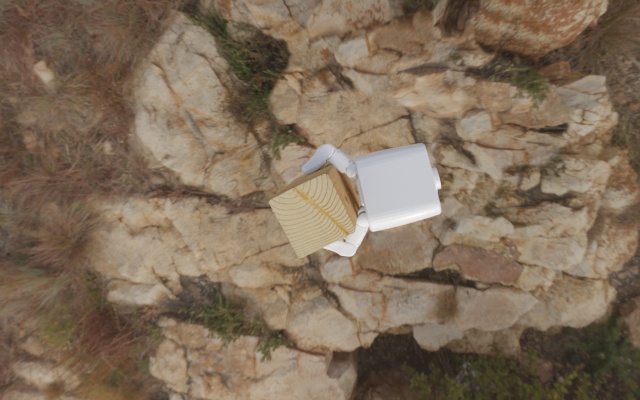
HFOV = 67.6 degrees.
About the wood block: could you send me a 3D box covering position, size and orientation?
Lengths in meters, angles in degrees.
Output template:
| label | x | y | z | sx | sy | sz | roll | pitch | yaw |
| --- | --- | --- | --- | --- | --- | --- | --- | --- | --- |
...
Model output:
| label | x | y | z | sx | sy | sz | roll | pitch | yaw |
| --- | --- | --- | --- | --- | --- | --- | --- | --- | --- |
| wood block | 0.000 | 0.002 | 0.729 | 0.090 | 0.091 | 0.206 | -26 | 6 | 10 |
